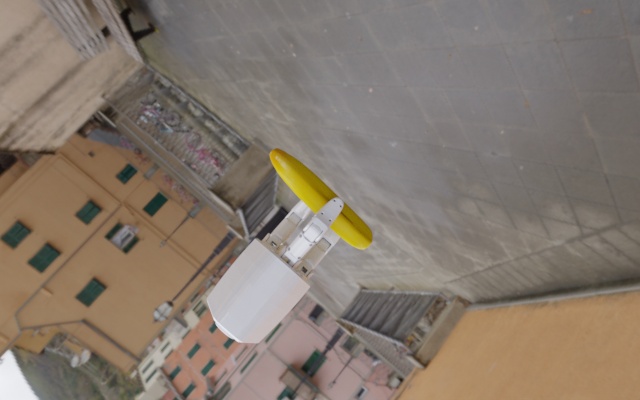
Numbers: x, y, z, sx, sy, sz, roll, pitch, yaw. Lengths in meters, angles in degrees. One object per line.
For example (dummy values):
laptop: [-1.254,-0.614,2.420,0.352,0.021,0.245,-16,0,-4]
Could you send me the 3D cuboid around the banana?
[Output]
banana: [0.009,0.008,0.619,0.198,0.037,0.069,44,-5,-26]
